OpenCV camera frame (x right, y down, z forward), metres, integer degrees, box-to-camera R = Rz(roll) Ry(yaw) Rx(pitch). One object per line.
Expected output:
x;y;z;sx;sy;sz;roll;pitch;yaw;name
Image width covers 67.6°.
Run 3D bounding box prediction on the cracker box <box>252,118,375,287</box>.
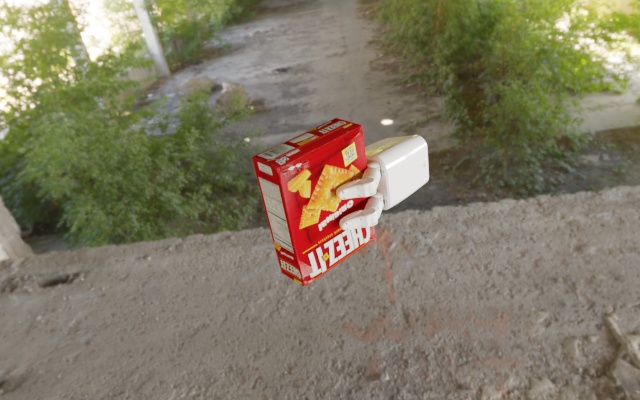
0.000;0.002;0.744;0.164;0.214;0.072;-30;35;-29;cracker box
